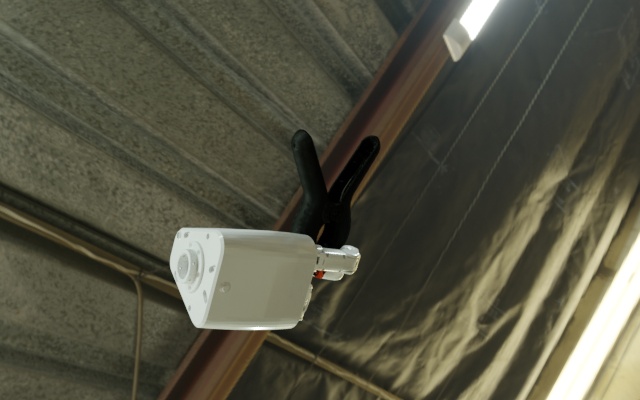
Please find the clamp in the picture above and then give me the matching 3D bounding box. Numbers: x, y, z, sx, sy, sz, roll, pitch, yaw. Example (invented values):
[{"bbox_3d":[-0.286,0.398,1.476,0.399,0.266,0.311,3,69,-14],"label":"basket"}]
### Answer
[{"bbox_3d":[0.000,0.002,0.519,0.120,0.171,0.039,10,10,-39],"label":"clamp"}]
